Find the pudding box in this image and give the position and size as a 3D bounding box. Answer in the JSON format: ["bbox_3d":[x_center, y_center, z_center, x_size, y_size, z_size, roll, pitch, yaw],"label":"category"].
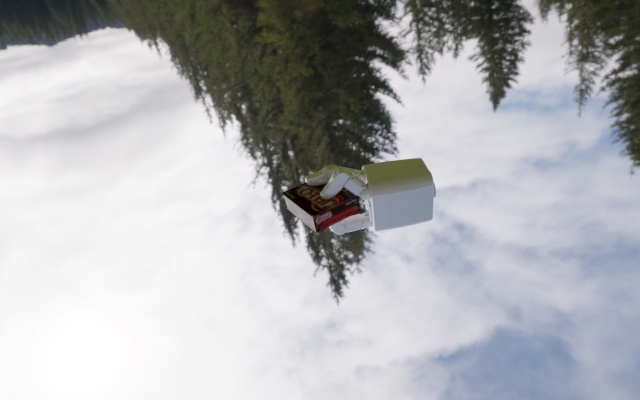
[{"bbox_3d":[0.000,0.003,0.814,0.090,0.039,0.113,-24,30,-23],"label":"pudding box"}]
